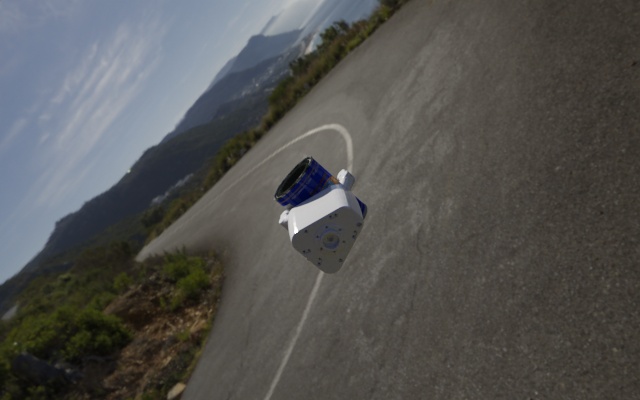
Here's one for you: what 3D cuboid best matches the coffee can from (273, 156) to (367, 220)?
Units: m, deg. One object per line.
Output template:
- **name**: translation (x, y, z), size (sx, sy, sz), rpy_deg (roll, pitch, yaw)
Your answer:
- **coffee can**: translation (0.000, 0.003, 0.868), size (0.140, 0.103, 0.103), rpy_deg (41, -13, -15)
